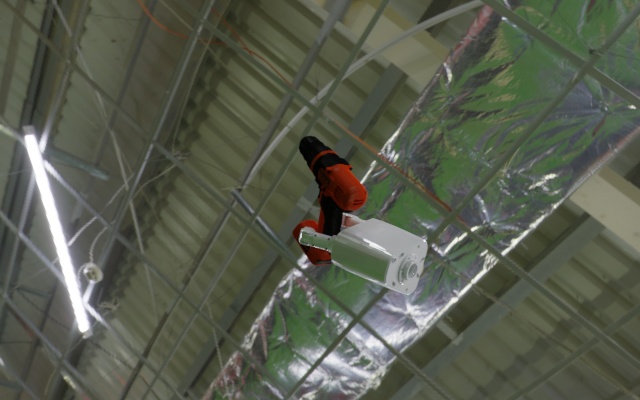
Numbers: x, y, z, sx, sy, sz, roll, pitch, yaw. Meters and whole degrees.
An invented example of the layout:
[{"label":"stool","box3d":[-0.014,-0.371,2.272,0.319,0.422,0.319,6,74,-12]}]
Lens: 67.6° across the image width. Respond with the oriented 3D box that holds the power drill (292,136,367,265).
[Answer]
[{"label":"power drill","box3d":[0.000,0.003,0.824,0.057,0.188,0.184,-8,40,-27]}]
